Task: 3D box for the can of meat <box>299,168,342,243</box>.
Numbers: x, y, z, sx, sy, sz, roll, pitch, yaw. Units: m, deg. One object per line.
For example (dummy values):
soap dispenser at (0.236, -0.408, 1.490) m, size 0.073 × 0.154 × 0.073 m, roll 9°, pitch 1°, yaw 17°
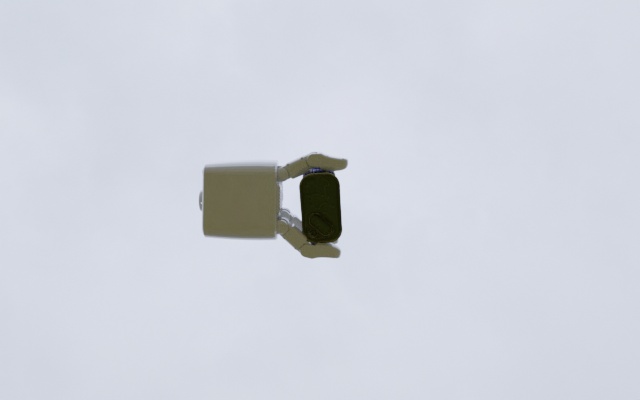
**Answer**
can of meat at (0.000, 0.002, 0.711) m, size 0.057 × 0.102 × 0.084 m, roll -4°, pitch 14°, yaw 0°
